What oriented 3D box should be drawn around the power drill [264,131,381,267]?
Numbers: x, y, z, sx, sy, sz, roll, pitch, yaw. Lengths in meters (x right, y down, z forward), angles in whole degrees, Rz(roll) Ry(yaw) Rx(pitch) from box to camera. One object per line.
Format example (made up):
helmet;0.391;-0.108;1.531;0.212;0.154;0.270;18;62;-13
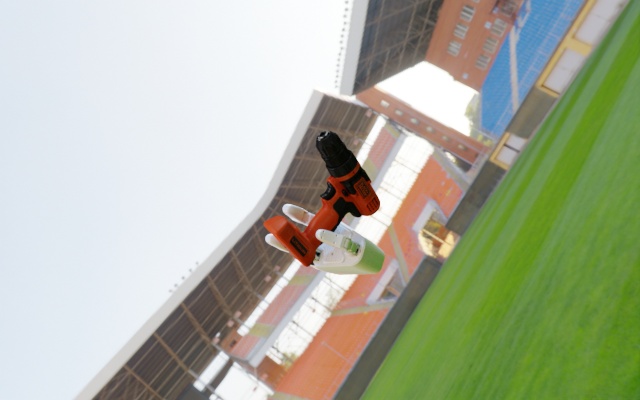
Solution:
power drill;0.000;0.003;0.787;0.184;0.187;0.057;53;-11;-33
